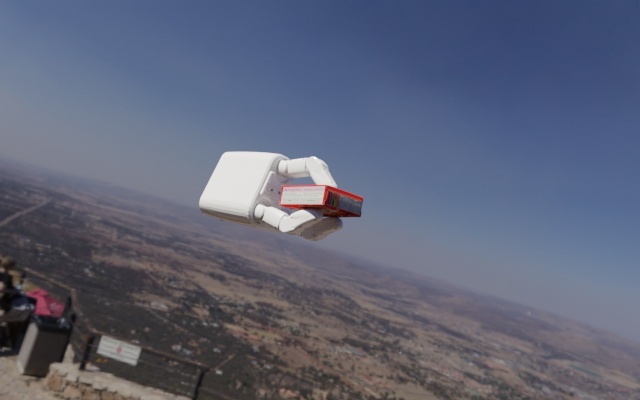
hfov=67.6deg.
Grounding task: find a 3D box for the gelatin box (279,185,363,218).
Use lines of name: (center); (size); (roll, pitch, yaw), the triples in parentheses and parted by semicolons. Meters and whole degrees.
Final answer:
gelatin box: (0.000, 0.002, 0.637); (0.089, 0.030, 0.073); (-1, -14, 45)
